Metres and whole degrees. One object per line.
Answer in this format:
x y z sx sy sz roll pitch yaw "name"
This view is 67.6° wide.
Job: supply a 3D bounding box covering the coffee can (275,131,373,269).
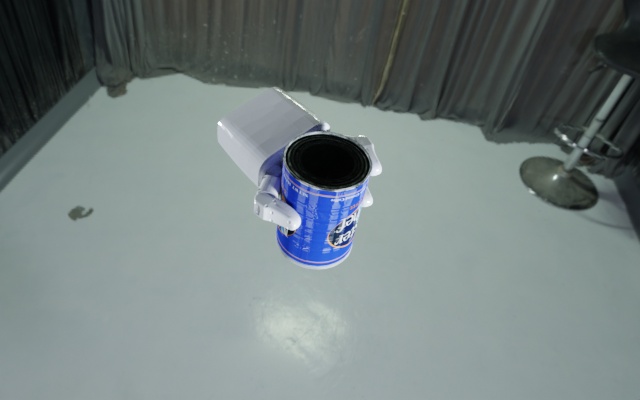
0.000 0.002 0.586 0.103 0.102 0.140 5 -45 -5 "coffee can"
